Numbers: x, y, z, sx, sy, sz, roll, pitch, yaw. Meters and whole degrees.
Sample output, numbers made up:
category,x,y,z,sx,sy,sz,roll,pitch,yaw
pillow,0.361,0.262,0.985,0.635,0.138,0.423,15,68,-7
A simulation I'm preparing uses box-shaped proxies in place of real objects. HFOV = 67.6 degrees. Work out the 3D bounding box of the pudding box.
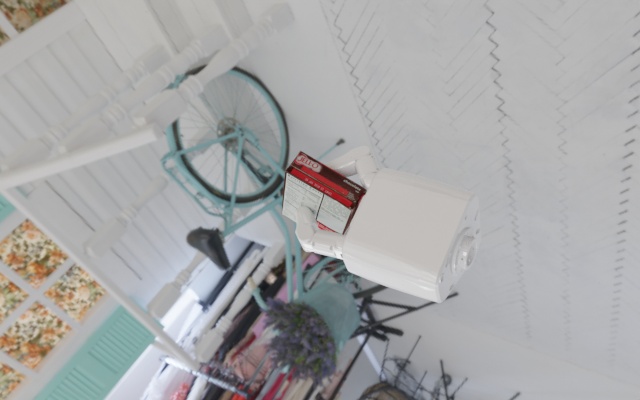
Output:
category,x,y,z,sx,sy,sz,roll,pitch,yaw
pudding box,0.000,0.002,0.575,0.090,0.039,0.114,32,-29,9
